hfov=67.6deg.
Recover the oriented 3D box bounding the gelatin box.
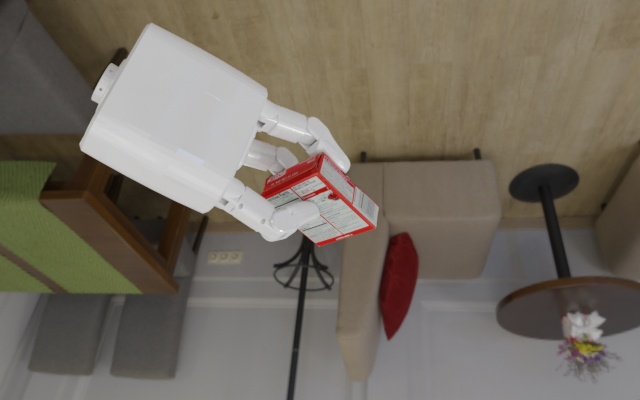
[{"bbox_3d":[0.000,0.002,0.451,0.073,0.030,0.089,-22,-51,37],"label":"gelatin box"}]
